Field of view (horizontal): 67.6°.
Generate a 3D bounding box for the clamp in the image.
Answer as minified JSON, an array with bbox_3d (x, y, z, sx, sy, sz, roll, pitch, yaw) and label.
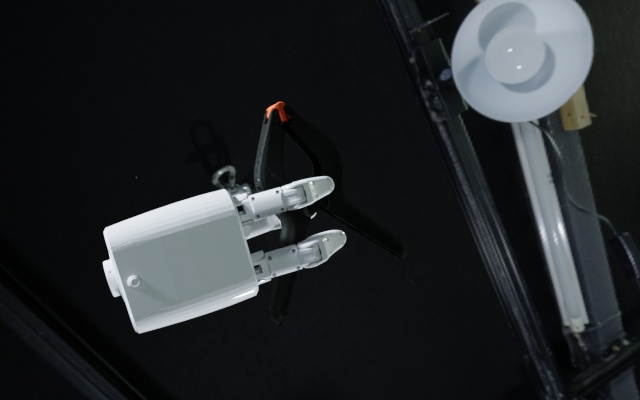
[{"bbox_3d":[-0.001,0.001,0.485,0.164,0.210,0.036,-17,9,-23],"label":"clamp"}]
